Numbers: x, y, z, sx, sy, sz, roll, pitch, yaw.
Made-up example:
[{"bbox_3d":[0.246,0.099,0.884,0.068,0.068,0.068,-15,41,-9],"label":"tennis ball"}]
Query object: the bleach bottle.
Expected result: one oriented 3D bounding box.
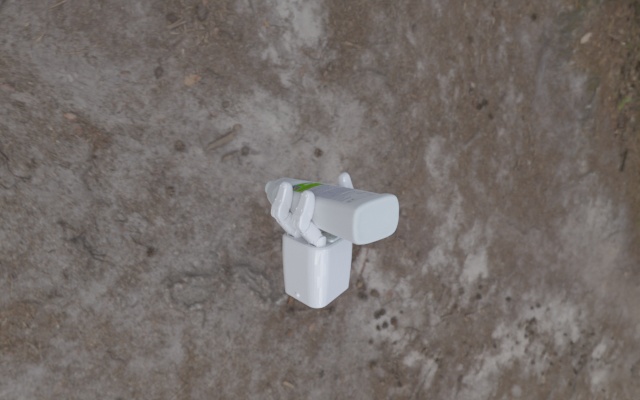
[{"bbox_3d":[0.000,0.003,0.783,0.102,0.068,0.251,-14,22,-39],"label":"bleach bottle"}]
